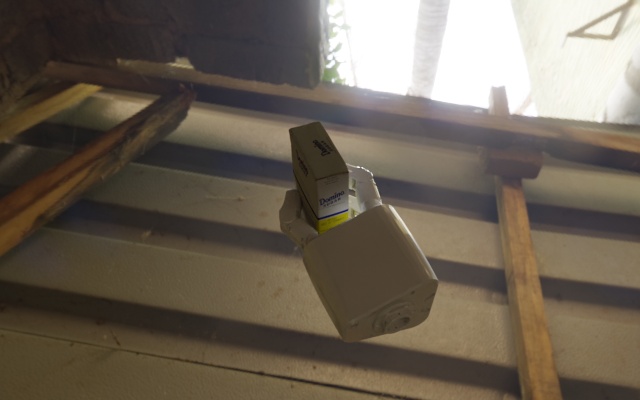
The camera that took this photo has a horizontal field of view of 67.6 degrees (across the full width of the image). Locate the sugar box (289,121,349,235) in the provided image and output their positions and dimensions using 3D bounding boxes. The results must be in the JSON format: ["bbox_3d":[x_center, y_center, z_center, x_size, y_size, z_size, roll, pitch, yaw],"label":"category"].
[{"bbox_3d":[0.001,0.002,0.584,0.048,0.093,0.176,-15,-41,-14],"label":"sugar box"}]
